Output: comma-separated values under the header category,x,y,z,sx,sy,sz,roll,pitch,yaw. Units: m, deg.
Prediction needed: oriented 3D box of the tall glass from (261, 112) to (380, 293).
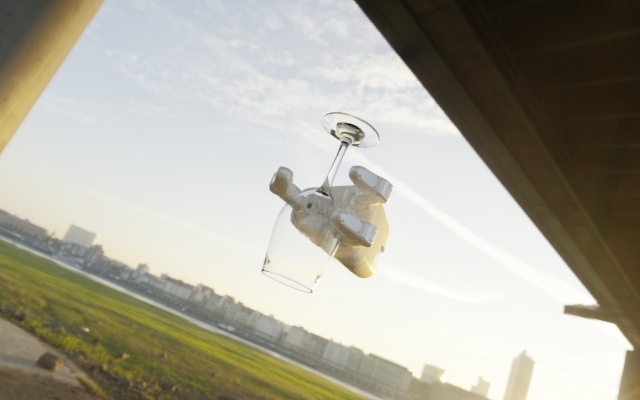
category,x,y,z,sx,sy,sz,roll,pitch,yaw
tall glass,0.000,0.001,0.550,0.079,0.201,0.079,21,-18,7
